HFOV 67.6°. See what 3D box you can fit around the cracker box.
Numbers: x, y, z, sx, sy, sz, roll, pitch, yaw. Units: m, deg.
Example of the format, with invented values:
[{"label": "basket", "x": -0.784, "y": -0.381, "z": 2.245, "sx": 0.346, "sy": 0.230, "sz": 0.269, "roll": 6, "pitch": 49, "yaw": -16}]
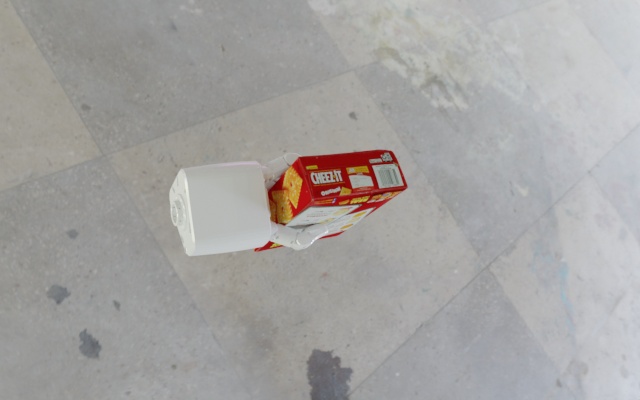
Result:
[{"label": "cracker box", "x": 0.000, "y": 0.002, "z": 0.724, "sx": 0.164, "sy": 0.072, "sz": 0.214, "roll": -8, "pitch": -18, "yaw": -32}]
